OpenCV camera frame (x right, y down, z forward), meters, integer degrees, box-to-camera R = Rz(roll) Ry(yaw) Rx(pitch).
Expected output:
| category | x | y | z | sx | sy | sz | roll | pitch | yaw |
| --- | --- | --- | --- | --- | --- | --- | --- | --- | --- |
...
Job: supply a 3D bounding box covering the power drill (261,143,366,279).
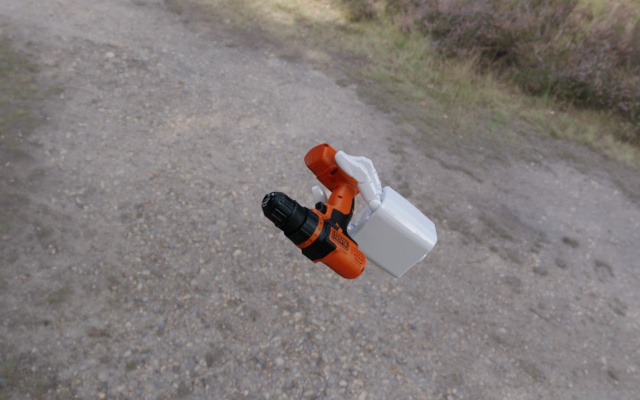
| category | x | y | z | sx | sy | sz | roll | pitch | yaw |
| --- | --- | --- | --- | --- | --- | --- | --- | --- | --- |
| power drill | 0.000 | 0.002 | 0.705 | 0.057 | 0.187 | 0.184 | -28 | -56 | 34 |
